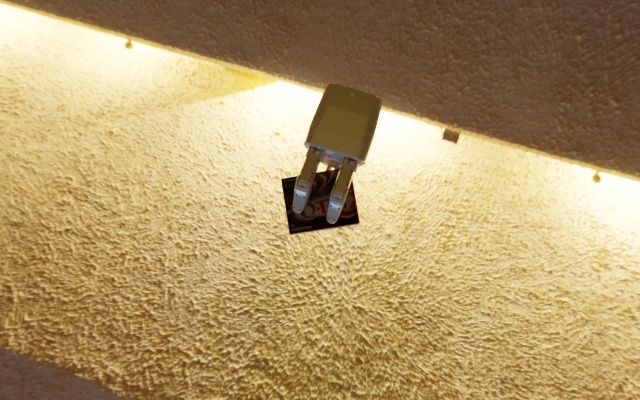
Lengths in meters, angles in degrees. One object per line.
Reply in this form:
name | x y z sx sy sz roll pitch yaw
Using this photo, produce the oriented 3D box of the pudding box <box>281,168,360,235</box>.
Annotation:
pudding box | 0.000 0.002 0.753 0.113 0.090 0.039 -10 -9 3
